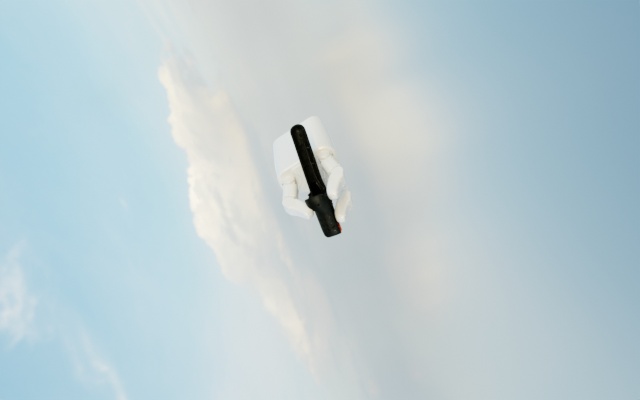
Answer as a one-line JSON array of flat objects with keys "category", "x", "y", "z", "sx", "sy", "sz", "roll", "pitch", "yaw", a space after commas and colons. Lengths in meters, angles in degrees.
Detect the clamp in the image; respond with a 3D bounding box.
[{"category": "clamp", "x": -0.001, "y": 0.003, "z": 0.766, "sx": 0.036, "sy": 0.164, "sz": 0.210, "roll": -17, "pitch": -46, "yaw": 5}]
